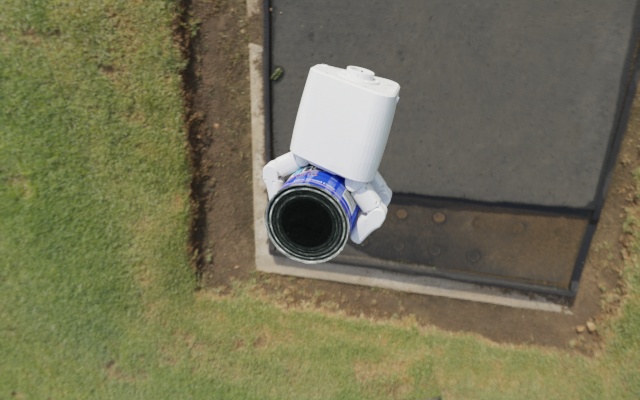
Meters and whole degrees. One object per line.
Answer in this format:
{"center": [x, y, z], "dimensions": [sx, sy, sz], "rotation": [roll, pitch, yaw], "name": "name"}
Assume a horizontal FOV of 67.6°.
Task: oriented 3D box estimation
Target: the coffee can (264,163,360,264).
{"center": [0.000, 0.002, 0.611], "dimensions": [0.103, 0.103, 0.140], "rotation": [0, 23, 15], "name": "coffee can"}
